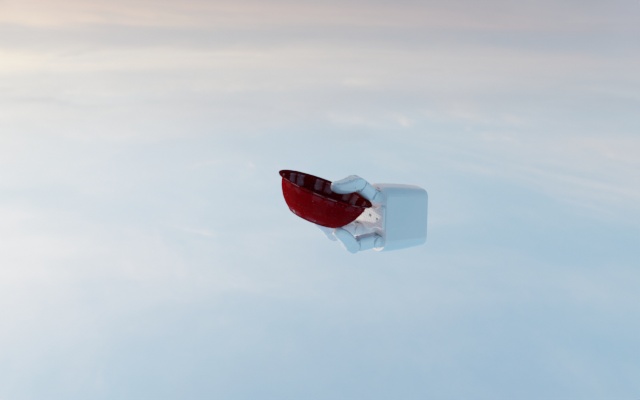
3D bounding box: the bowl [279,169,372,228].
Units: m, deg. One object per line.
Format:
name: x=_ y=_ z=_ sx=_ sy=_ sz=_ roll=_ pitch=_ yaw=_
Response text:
bowl: x=-0.001 y=0.003 z=0.780 sx=0.162 sy=0.055 sz=0.162 roll=20 pitch=11 yaw=-4
